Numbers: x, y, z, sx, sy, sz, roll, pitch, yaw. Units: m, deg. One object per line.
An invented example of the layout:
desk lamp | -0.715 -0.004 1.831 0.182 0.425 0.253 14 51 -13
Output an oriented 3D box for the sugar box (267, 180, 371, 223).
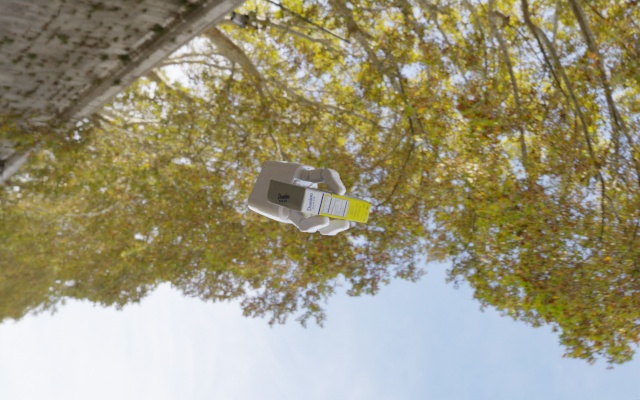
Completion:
sugar box | 0.000 0.003 0.848 0.093 0.048 0.176 15 5 44
